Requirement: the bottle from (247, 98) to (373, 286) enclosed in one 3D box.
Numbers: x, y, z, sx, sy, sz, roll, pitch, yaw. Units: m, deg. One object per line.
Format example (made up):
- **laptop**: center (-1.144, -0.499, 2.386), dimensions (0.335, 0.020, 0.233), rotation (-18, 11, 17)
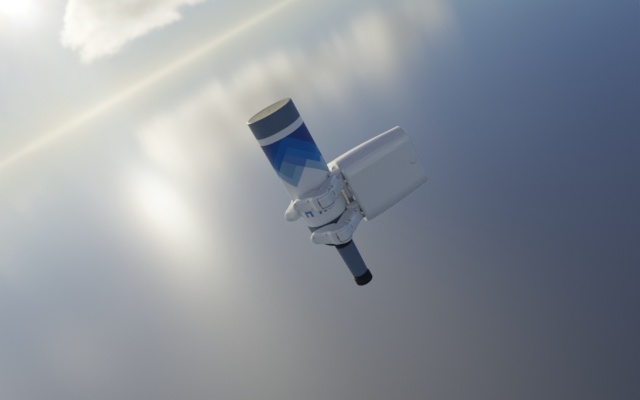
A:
- **bottle**: center (0.000, 0.002, 0.674), dimensions (0.069, 0.296, 0.069), rotation (-25, 22, 11)
